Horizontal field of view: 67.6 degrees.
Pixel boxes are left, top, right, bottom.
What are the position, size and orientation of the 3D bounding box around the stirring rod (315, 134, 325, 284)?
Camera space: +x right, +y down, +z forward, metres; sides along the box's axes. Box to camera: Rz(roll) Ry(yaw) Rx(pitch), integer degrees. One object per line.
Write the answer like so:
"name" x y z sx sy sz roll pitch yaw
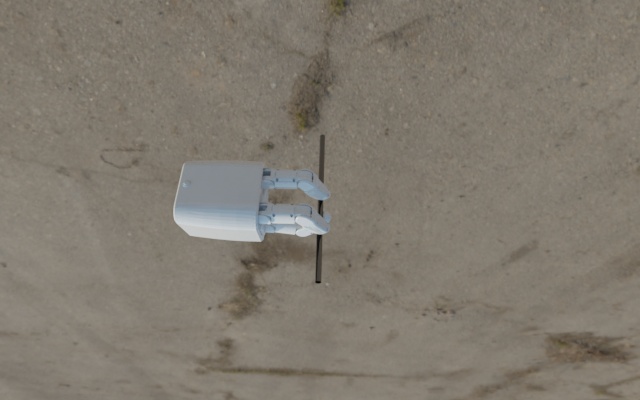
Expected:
"stirring rod" 0.000 0.002 0.665 0.011 0.239 0.011 1 -33 1
